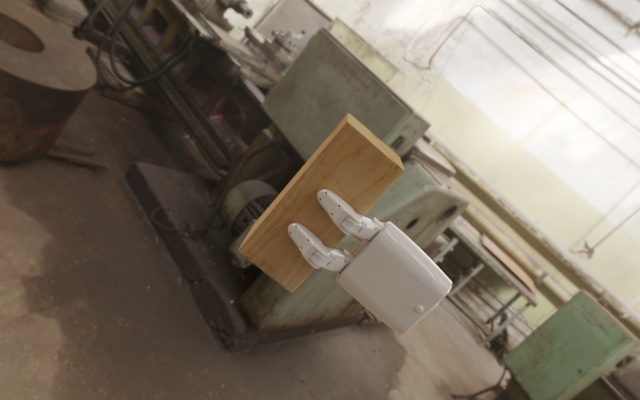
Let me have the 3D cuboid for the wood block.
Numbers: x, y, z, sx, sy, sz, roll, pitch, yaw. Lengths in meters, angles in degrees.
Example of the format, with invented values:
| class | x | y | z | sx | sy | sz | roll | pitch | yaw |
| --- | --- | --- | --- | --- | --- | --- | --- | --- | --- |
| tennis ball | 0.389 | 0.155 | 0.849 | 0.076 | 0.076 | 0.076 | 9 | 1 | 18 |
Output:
| class | x | y | z | sx | sy | sz | roll | pitch | yaw |
| --- | --- | --- | --- | --- | --- | --- | --- | --- | --- |
| wood block | 0.001 | 0.002 | 0.601 | 0.090 | 0.206 | 0.090 | 40 | 16 | -7 |
